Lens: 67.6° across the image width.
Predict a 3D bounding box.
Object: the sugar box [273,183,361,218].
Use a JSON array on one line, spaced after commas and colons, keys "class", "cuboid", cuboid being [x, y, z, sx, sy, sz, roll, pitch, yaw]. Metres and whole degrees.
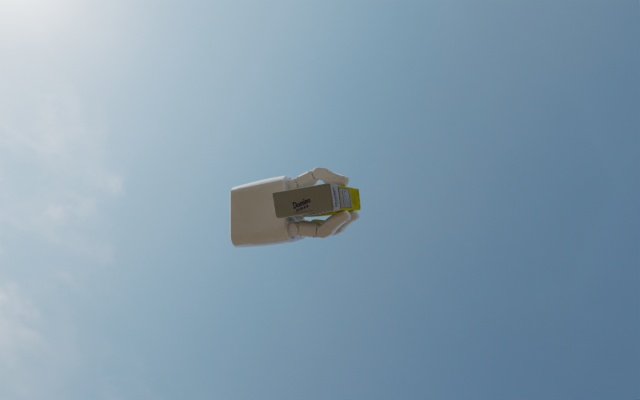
[{"class": "sugar box", "cuboid": [0.000, 0.003, 0.772, 0.093, 0.048, 0.176, -9, -1, 18]}]
